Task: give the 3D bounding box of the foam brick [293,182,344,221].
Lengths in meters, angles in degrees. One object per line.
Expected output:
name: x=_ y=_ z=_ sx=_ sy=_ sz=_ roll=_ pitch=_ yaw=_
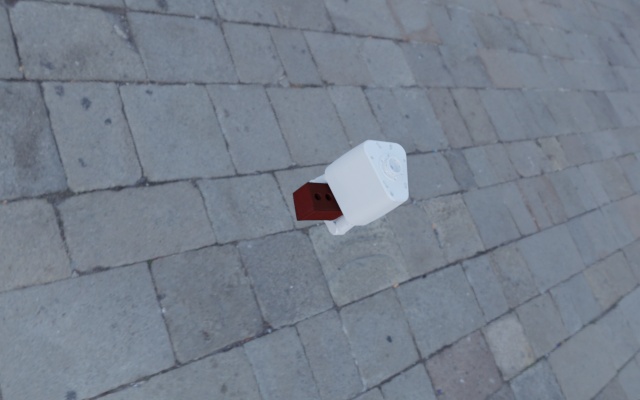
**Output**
foam brick: x=0.000 y=0.003 z=0.816 sx=0.078 sy=0.053 sz=0.051 roll=1 pitch=-22 yaw=-36
